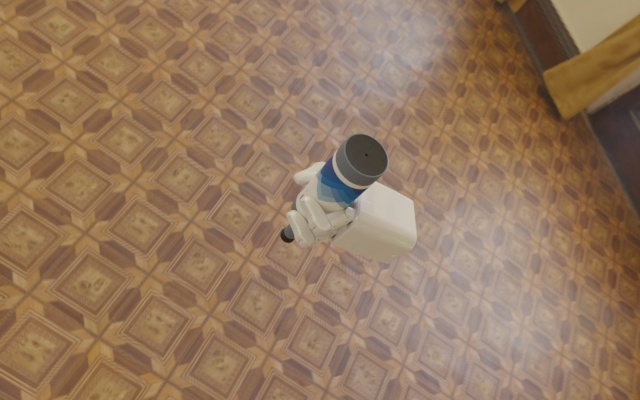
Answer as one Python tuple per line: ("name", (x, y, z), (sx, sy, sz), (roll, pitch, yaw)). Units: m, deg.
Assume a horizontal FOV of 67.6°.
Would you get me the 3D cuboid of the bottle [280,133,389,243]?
("bottle", (0.000, 0.002, 0.735), (0.069, 0.069, 0.296), (0, -25, -26))
